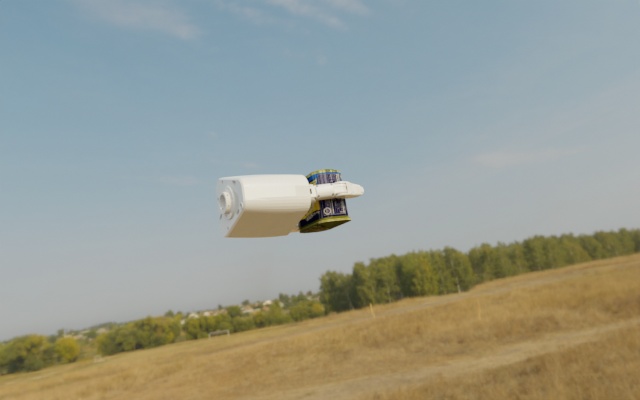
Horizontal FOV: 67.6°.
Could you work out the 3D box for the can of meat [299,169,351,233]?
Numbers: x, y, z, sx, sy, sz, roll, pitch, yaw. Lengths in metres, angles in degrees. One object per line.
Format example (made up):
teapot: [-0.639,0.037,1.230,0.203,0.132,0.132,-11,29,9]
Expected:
can of meat: [0.000,0.002,0.777,0.057,0.084,0.102,-4,-13,-28]
